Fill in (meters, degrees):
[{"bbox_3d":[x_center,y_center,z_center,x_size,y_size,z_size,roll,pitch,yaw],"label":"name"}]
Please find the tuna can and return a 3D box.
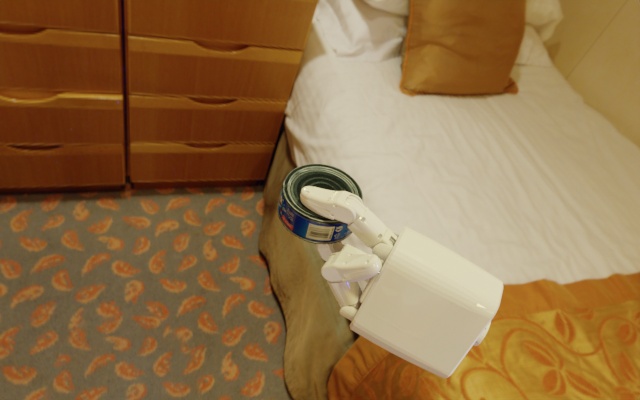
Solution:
[{"bbox_3d":[0.000,0.001,0.492,0.086,0.086,0.034,0,-43,-15],"label":"tuna can"}]
